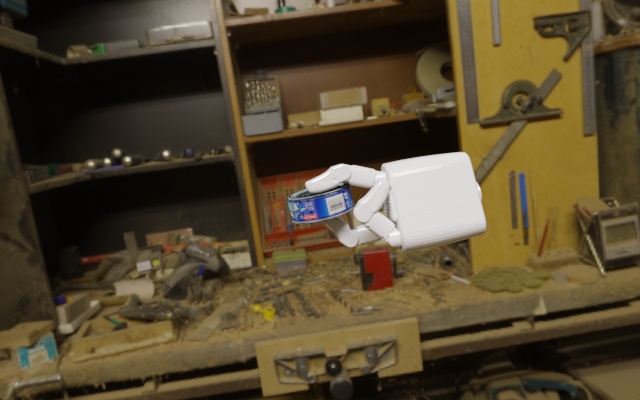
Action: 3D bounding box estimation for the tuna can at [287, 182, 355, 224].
[{"bbox_3d":[0.000,0.002,0.632,0.086,0.034,0.086,-13,10,2],"label":"tuna can"}]
